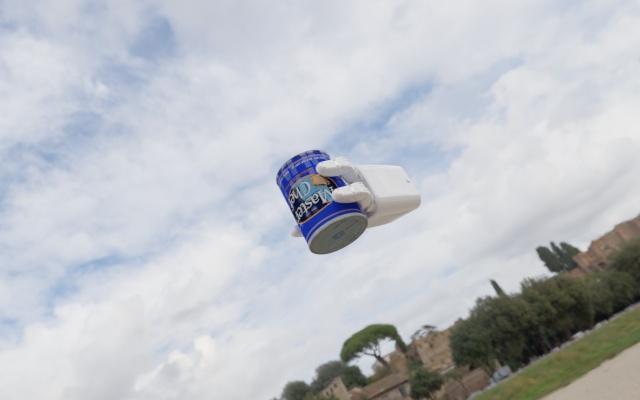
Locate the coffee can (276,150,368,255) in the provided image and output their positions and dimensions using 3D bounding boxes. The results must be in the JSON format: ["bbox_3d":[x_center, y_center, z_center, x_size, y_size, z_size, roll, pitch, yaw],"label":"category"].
[{"bbox_3d":[0.000,0.003,0.780,0.103,0.140,0.103,-21,-30,-13],"label":"coffee can"}]
